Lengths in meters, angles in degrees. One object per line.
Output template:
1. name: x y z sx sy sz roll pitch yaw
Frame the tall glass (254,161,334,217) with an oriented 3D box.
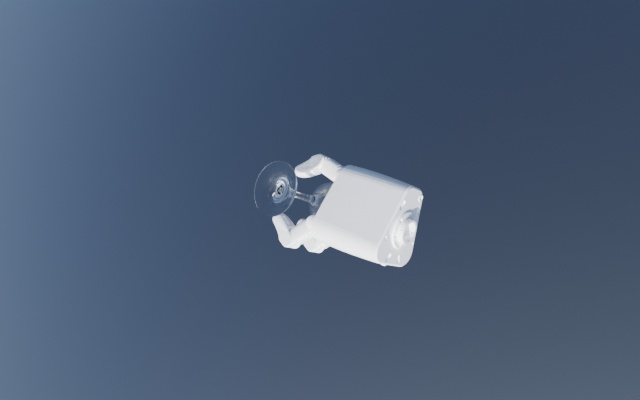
1. tall glass: 0.000 0.002 0.700 0.079 0.079 0.201 0 -10 37
